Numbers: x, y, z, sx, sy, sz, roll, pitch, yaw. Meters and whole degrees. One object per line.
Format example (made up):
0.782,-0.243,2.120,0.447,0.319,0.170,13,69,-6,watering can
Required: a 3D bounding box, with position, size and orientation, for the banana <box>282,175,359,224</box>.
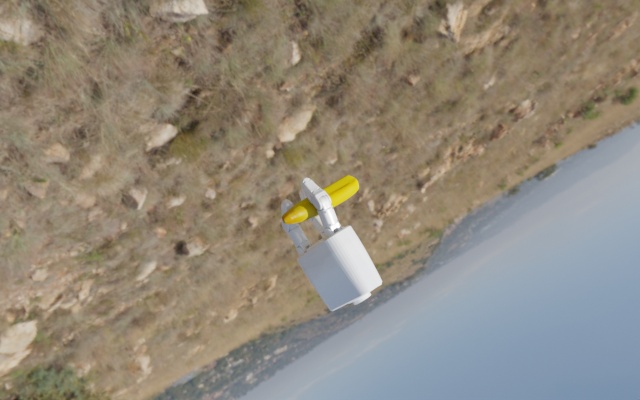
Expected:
0.015,-0.006,0.812,0.070,0.037,0.197,-29,1,38,banana
